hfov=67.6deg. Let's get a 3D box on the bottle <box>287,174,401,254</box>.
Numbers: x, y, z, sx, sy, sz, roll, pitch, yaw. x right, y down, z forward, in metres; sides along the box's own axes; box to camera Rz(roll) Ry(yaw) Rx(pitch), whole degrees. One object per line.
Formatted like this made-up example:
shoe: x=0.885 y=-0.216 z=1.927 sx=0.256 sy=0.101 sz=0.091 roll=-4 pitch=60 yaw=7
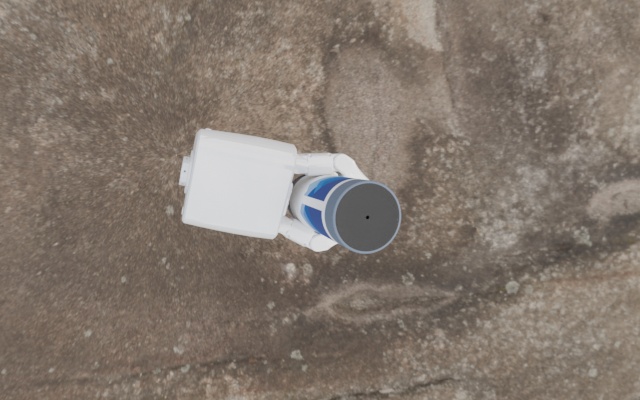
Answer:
bottle: x=0.000 y=0.002 z=0.567 sx=0.069 sy=0.069 sz=0.295 roll=0 pitch=5 yaw=-17
